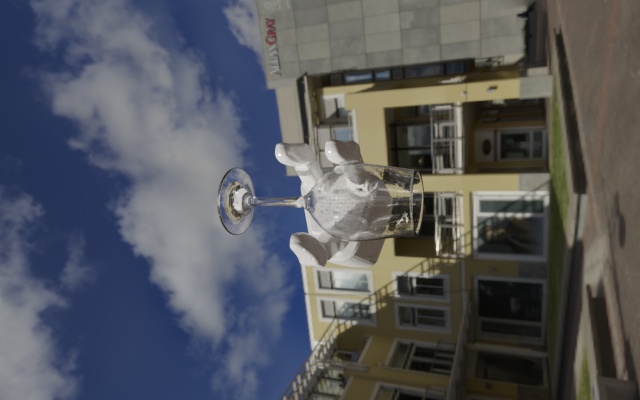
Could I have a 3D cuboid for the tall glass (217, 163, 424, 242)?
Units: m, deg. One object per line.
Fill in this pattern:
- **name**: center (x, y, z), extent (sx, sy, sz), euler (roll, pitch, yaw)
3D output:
- **tall glass**: center (-0.001, 0.002, 0.487), extent (0.201, 0.079, 0.079), euler (0, 0, 23)
